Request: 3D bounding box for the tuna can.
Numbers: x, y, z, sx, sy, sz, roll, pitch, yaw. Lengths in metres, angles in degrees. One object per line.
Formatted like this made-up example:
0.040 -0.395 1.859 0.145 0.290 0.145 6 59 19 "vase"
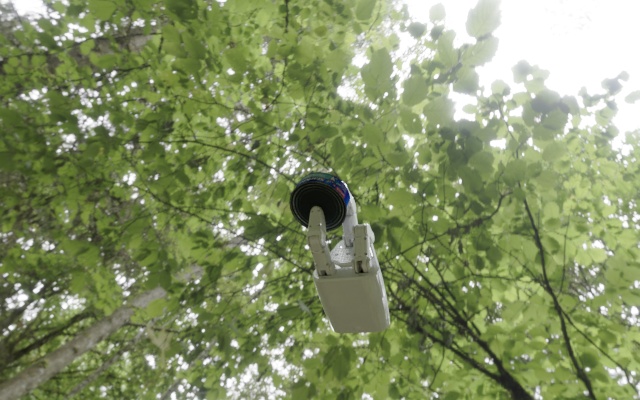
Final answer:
0.000 0.002 0.697 0.086 0.086 0.033 0 32 18 "tuna can"
